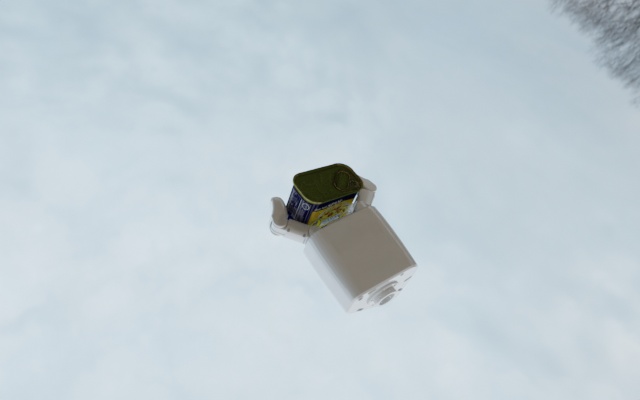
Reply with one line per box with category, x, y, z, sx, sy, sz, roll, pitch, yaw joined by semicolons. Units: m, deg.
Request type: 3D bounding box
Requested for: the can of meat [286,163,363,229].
can of meat;0.000;0.002;0.677;0.102;0.057;0.084;-18;-34;-35
